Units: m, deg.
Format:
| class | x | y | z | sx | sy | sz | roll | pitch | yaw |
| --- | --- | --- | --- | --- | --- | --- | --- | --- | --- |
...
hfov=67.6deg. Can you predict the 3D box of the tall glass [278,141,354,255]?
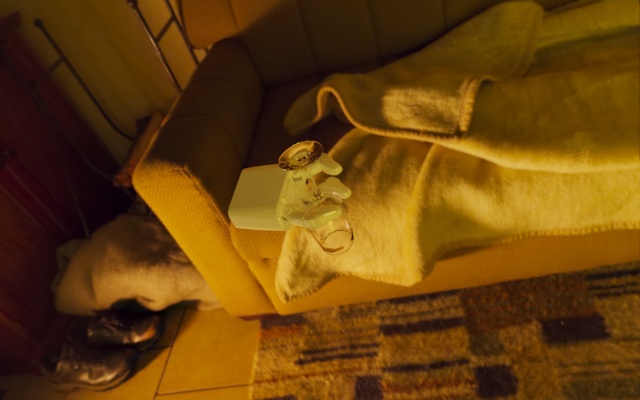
| class | x | y | z | sx | sy | sz | roll | pitch | yaw |
| --- | --- | --- | --- | --- | --- | --- | --- | --- | --- |
| tall glass | 0.000 | 0.002 | 0.801 | 0.079 | 0.201 | 0.079 | -15 | 37 | 12 |
